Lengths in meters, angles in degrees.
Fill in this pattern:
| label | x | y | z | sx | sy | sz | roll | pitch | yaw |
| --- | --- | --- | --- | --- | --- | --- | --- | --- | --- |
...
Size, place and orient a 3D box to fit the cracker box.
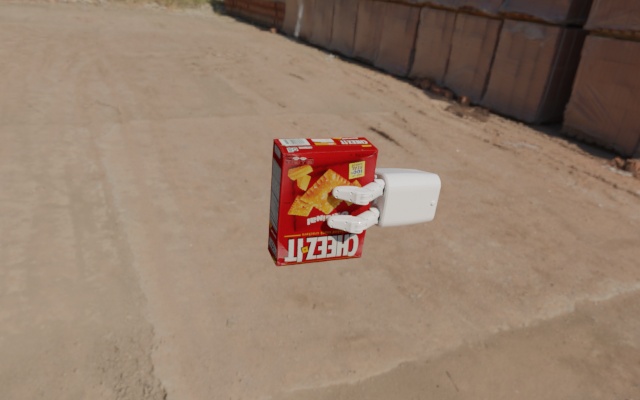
| label | x | y | z | sx | sy | sz | roll | pitch | yaw |
| --- | --- | --- | --- | --- | --- | --- | --- | --- | --- |
| cracker box | 0.000 | 0.002 | 0.818 | 0.164 | 0.214 | 0.072 | -3 | 28 | -18 |
